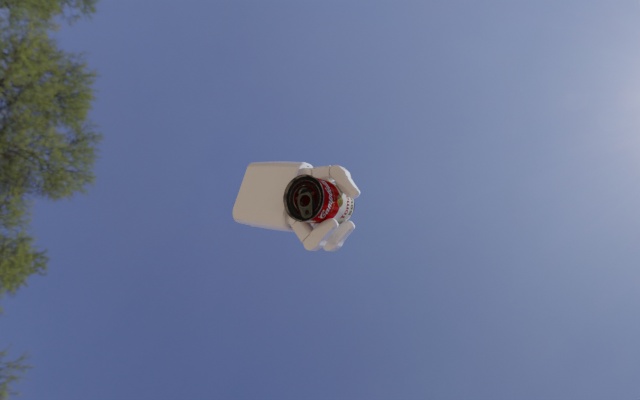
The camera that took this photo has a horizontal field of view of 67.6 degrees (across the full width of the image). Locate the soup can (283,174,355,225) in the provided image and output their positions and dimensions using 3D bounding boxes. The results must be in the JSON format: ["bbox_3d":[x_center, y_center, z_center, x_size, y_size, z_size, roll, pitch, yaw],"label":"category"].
[{"bbox_3d":[0.001,0.002,0.718,0.068,0.068,0.102,0,-7,30],"label":"soup can"}]
